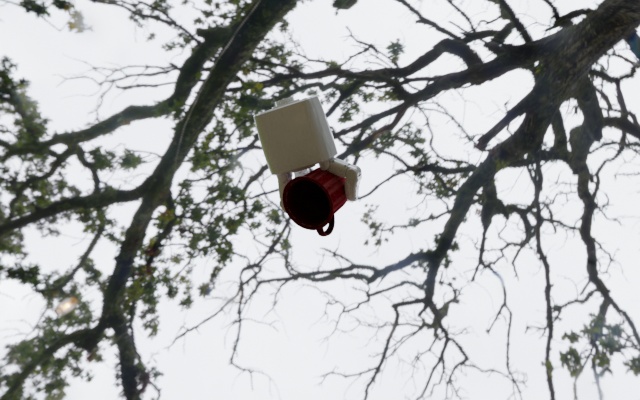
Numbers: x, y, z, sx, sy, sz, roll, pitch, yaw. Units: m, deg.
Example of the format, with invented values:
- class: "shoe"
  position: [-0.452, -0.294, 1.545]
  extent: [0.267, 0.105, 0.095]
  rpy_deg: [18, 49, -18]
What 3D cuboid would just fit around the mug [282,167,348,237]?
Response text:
- class: "mug"
  position: [0.001, 0.004, 0.801]
  extent: [0.093, 0.117, 0.081]
  rpy_deg: [-9, 16, 32]
